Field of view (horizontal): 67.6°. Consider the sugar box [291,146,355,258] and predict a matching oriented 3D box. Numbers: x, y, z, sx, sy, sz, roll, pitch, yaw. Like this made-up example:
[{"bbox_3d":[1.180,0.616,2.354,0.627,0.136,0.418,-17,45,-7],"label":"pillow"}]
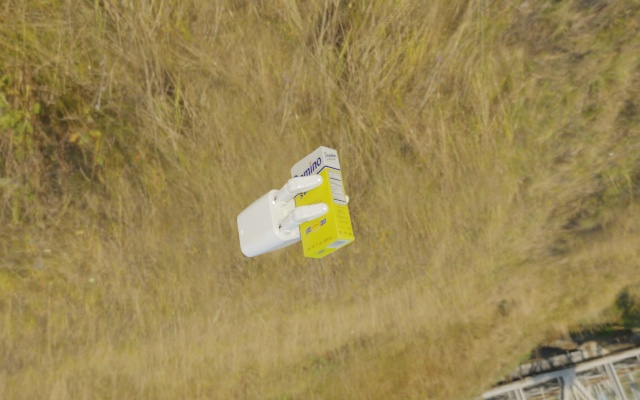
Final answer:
[{"bbox_3d":[0.000,0.003,0.841,0.048,0.176,0.093,9,-31,-43],"label":"sugar box"}]
